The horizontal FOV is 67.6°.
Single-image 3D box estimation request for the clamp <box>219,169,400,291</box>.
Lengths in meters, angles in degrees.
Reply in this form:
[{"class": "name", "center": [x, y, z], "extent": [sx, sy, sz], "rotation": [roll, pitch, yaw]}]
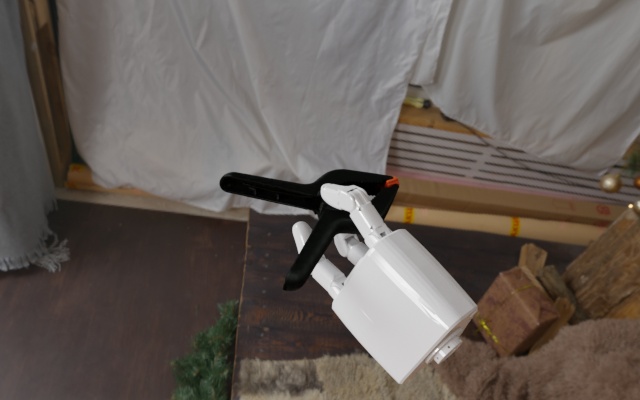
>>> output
[{"class": "clamp", "center": [0.001, 0.001, 0.548], "extent": [0.210, 0.036, 0.164], "rotation": [-22, 56, -34]}]
